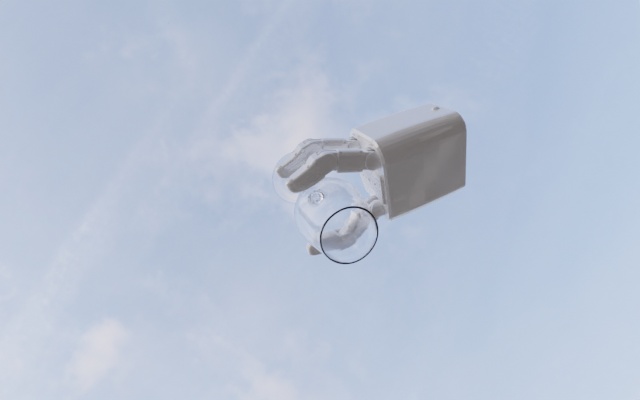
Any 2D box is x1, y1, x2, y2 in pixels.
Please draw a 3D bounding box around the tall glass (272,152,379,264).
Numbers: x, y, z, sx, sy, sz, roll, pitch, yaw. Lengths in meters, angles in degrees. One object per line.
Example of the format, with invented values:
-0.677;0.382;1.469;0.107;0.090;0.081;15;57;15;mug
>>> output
0.000;0.002;0.554;0.079;0.079;0.201;0;20;-18;tall glass
